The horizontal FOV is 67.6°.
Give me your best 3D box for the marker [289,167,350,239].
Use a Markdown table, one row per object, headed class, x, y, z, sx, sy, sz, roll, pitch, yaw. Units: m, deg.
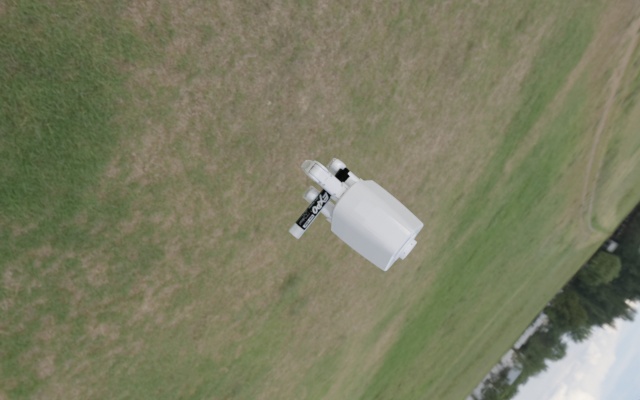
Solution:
| class | x | y | z | sx | sy | sz | roll | pitch | yaw |
| --- | --- | --- | --- | --- | --- | --- | --- | --- | --- |
| marker | 0.000 | 0.002 | 0.675 | 0.020 | 0.121 | 0.020 | 40 | 0 | 0 |
